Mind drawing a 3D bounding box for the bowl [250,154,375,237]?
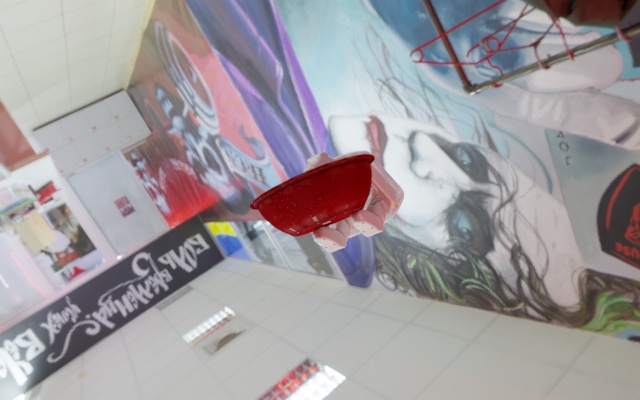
[{"bbox_3d":[-0.001,0.002,0.575,0.162,0.055,0.162,-22,-7,-3],"label":"bowl"}]
